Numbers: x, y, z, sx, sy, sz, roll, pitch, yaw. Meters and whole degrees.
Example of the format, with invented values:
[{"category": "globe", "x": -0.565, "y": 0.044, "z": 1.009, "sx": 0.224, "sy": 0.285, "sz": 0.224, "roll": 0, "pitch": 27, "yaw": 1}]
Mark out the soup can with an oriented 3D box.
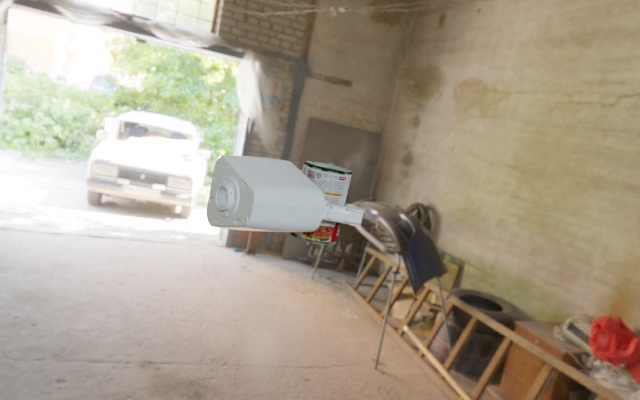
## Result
[{"category": "soup can", "x": 0.001, "y": 0.002, "z": 0.659, "sx": 0.068, "sy": 0.102, "sz": 0.068, "roll": 12, "pitch": 9, "yaw": -2}]
